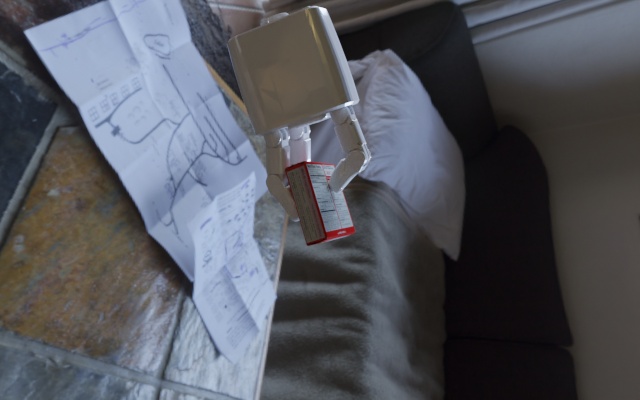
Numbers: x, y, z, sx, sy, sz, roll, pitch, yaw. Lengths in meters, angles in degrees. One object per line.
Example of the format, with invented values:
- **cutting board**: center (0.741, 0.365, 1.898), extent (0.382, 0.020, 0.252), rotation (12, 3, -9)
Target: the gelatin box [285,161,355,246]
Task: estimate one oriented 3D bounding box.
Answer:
- **gelatin box**: center (0.001, 0.002, 0.536), extent (0.030, 0.089, 0.073), rotation (-21, -7, 27)
